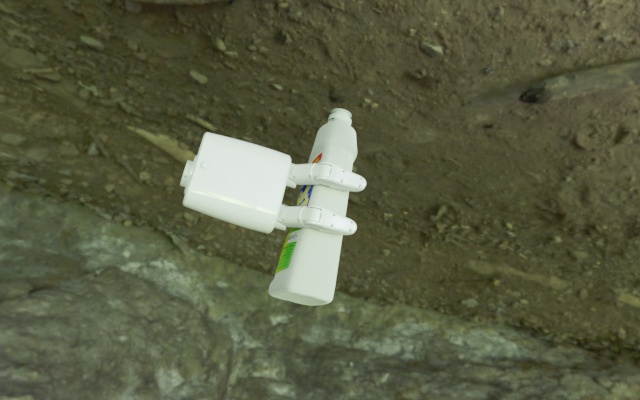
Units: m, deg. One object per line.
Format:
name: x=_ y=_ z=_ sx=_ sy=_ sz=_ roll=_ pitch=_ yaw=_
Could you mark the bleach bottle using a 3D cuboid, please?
bleach bottle: x=0.000 y=0.002 z=0.609 sx=0.068 sy=0.250 sz=0.102 roll=17 pitch=-19 yaw=-15
